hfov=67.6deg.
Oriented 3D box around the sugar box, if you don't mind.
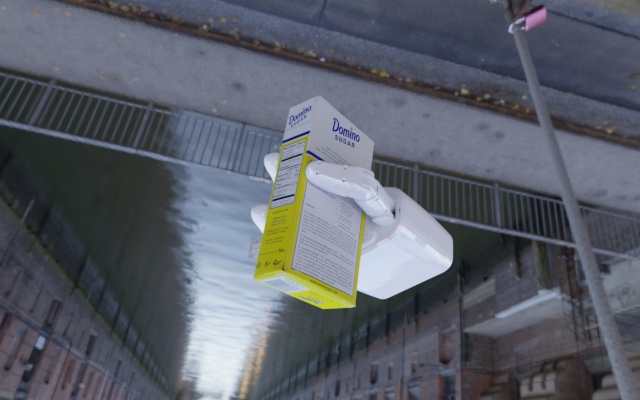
[{"bbox_3d":[0.000,0.002,0.444,0.048,0.176,0.093,-17,-37,38],"label":"sugar box"}]
